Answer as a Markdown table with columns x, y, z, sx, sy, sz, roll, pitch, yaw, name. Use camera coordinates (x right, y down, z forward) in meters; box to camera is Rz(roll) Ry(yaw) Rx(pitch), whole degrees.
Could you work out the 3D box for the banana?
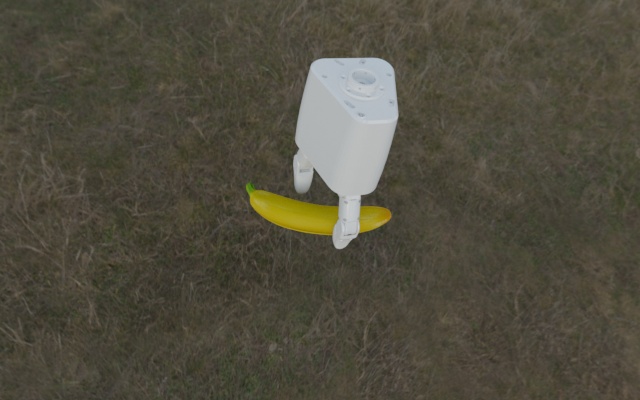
| x | y | z | sx | sy | sz | roll | pitch | yaw | name |
| --- | --- | --- | --- | --- | --- | --- | --- | --- | --- |
| -0.006 | 0.014 | 0.612 | 0.198 | 0.037 | 0.069 | 13 | 44 | 1 | banana |
